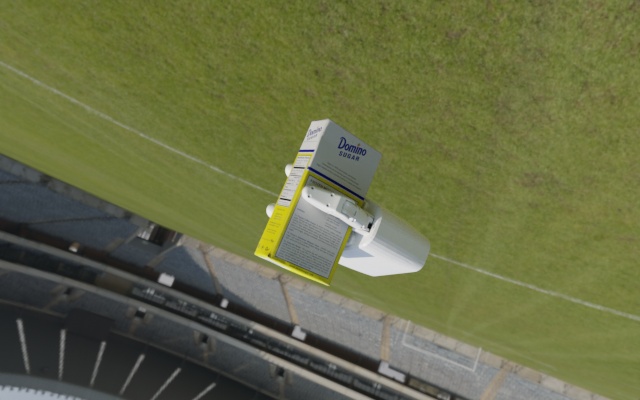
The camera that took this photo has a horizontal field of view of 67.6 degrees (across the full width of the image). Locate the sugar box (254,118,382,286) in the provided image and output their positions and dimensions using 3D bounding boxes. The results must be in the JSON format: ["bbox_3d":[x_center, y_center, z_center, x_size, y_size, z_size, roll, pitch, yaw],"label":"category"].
[{"bbox_3d":[0.000,0.002,0.572,0.093,0.176,0.048,29,-13,-31],"label":"sugar box"}]
